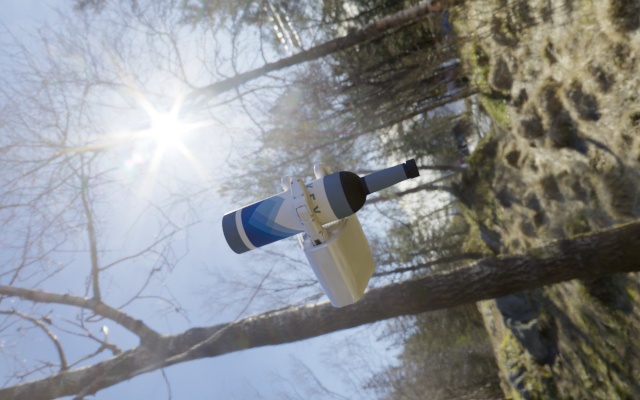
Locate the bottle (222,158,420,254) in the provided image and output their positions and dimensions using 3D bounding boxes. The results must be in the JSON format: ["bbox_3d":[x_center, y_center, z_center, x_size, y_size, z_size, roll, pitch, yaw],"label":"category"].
[{"bbox_3d":[0.000,0.002,0.699,0.296,0.069,0.069,-20,-5,13],"label":"bottle"}]
